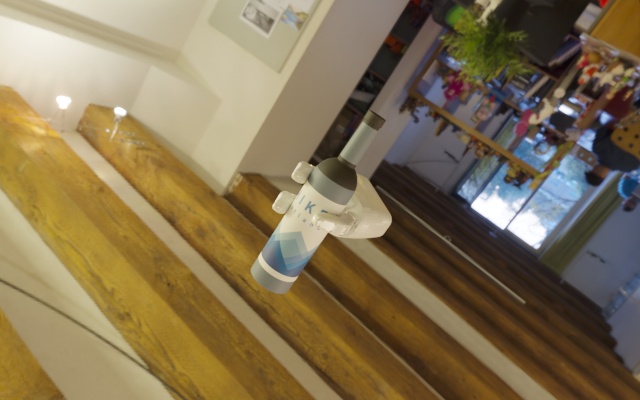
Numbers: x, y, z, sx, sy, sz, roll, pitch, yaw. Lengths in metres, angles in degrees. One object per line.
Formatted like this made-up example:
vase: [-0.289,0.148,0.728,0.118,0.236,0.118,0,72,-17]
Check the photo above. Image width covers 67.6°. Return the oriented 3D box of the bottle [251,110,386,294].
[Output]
bottle: [0.000,0.002,0.689,0.069,0.296,0.069,30,16,-10]
